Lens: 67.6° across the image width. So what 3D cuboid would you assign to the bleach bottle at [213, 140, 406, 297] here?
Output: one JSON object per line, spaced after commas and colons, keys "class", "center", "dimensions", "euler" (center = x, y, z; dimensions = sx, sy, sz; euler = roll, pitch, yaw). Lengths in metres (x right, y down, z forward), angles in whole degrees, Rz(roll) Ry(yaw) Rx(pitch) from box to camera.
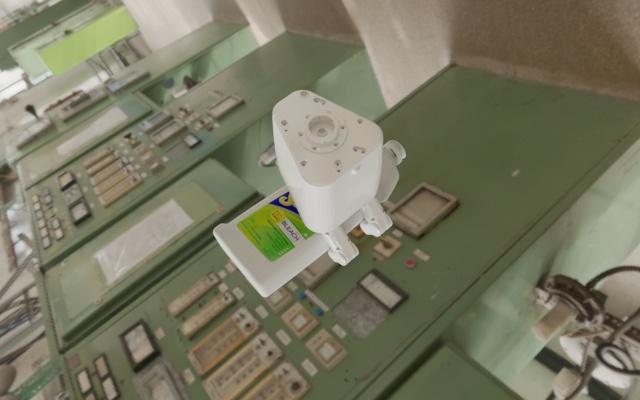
{"class": "bleach bottle", "center": [0.000, 0.002, 0.588], "dimensions": [0.251, 0.102, 0.068], "euler": [-38, -21, -16]}
